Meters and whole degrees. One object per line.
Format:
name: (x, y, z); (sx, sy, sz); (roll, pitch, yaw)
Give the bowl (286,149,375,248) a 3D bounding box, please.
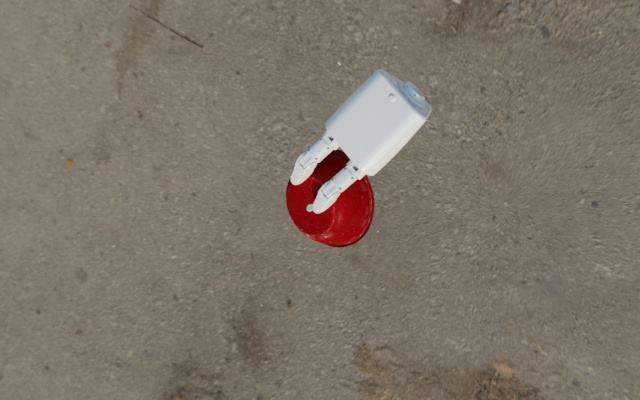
bowl: (-0.001, 0.004, 0.729); (0.162, 0.162, 0.055); (0, 14, 39)
